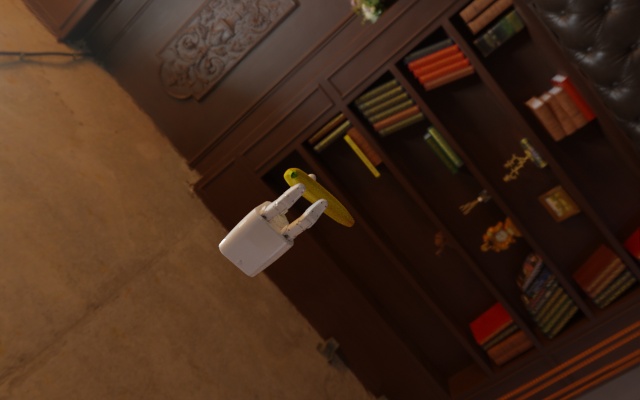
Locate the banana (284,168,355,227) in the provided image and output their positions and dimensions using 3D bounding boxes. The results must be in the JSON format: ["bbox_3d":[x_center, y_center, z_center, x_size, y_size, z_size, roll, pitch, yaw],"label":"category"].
[{"bbox_3d":[-0.009,-0.009,0.896,0.198,0.037,0.069,37,13,-42],"label":"banana"}]
